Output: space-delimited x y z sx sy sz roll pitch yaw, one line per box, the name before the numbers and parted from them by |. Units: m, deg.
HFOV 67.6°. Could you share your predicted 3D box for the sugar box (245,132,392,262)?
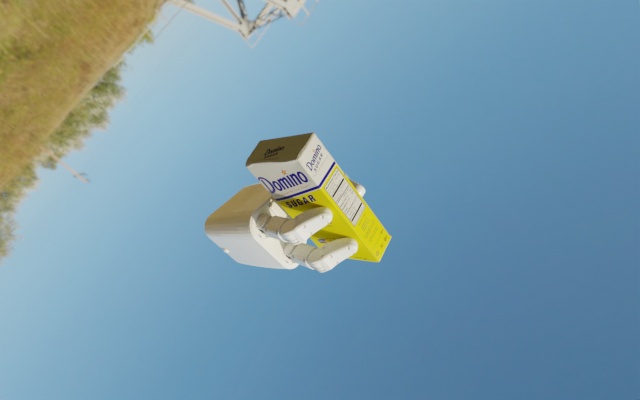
sugar box | 0.000 0.002 0.555 0.093 0.048 0.176 -1 -39 45
